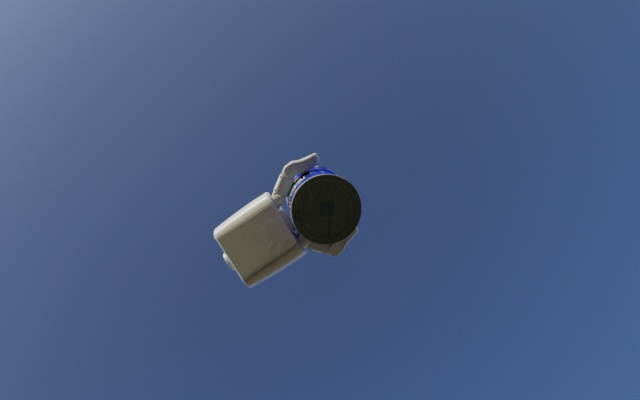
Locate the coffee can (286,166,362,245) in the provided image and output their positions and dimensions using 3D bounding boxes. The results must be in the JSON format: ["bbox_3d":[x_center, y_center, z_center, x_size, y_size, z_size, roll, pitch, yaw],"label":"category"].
[{"bbox_3d":[0.000,0.002,0.749,0.103,0.103,0.140,0,9,-7],"label":"coffee can"}]
